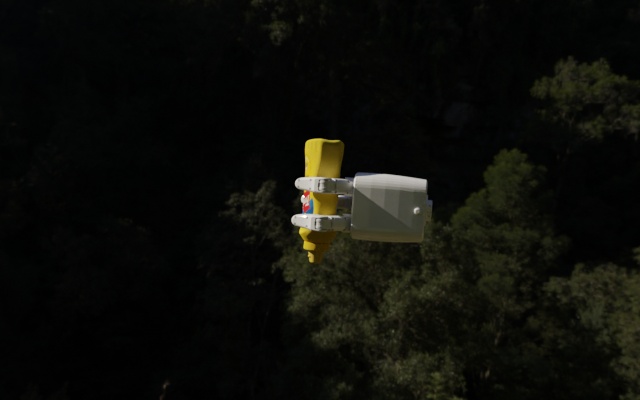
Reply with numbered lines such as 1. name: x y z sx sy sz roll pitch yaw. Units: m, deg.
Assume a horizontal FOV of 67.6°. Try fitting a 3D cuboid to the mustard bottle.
1. mustard bottle: 0.000 0.002 0.748 0.058 0.191 0.096 3 3 -13
